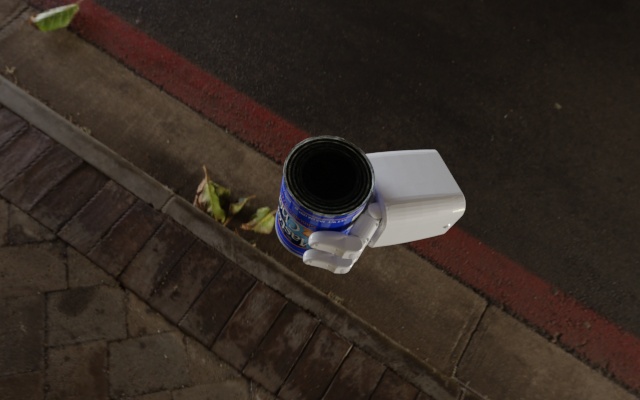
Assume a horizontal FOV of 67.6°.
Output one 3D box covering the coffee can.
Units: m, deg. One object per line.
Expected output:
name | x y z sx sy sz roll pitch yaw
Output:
coffee can | 0.000 0.002 0.584 0.103 0.102 0.140 0 -26 -9
